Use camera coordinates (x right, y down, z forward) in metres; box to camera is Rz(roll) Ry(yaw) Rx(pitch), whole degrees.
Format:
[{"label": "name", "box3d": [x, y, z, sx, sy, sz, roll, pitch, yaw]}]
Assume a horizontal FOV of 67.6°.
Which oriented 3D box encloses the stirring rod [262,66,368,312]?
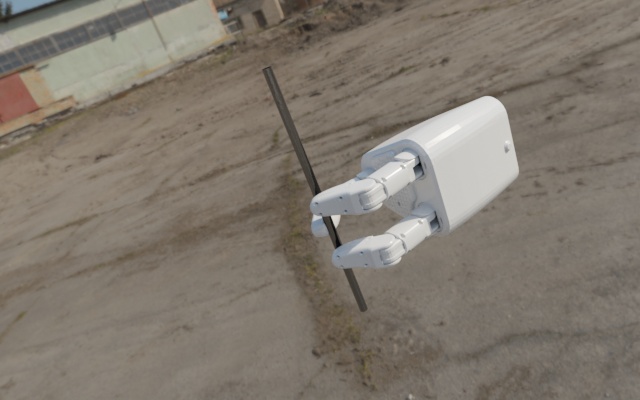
[{"label": "stirring rod", "box3d": [0.000, 0.001, 0.413, 0.011, 0.240, 0.011, -19, 23, 8]}]
